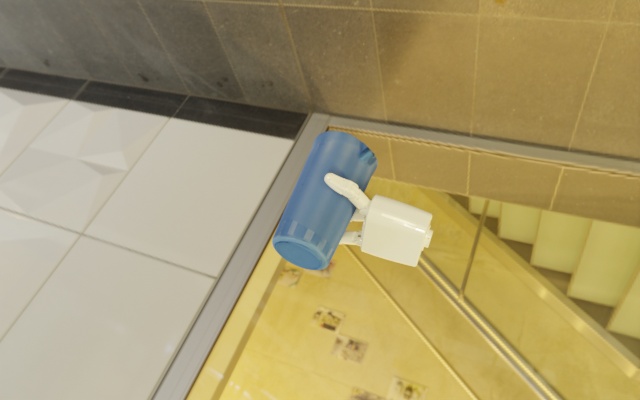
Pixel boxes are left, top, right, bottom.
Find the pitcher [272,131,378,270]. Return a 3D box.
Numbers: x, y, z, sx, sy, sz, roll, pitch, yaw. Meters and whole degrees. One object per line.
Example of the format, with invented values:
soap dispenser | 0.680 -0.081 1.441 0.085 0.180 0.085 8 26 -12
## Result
pitcher | 0.000 0.003 0.887 0.145 0.242 0.149 19 -30 12
